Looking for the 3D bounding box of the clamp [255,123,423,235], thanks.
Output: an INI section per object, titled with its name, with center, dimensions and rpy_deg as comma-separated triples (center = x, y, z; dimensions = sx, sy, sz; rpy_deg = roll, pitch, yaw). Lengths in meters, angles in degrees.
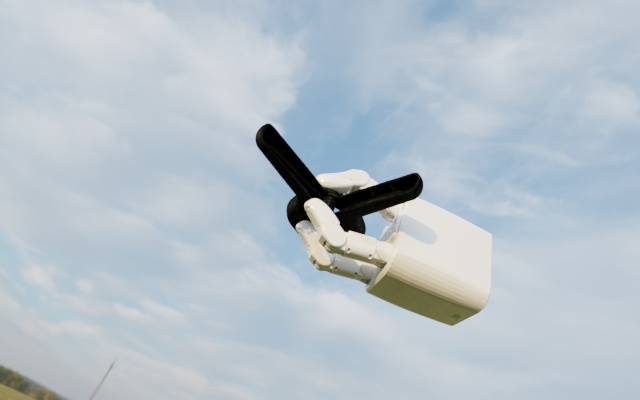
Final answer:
[clamp]
center = 0.000, 0.001, 0.523
dimensions = 0.164, 0.036, 0.210
rpy_deg = 23, -30, 0
